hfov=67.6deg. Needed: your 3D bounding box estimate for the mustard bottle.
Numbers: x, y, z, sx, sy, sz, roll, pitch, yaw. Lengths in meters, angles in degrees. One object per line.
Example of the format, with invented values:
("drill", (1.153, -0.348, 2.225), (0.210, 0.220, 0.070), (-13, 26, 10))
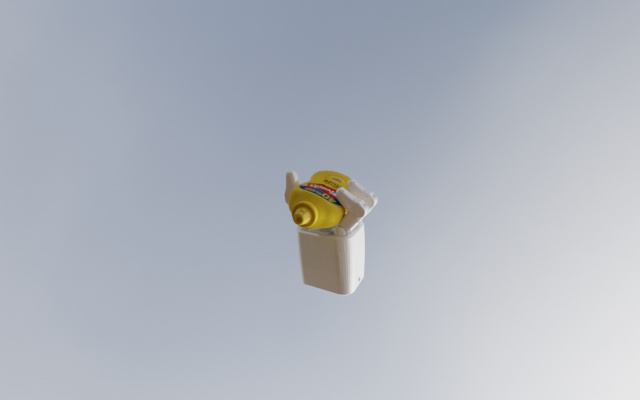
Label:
("mustard bottle", (0.000, 0.002, 0.796), (0.096, 0.058, 0.191), (27, 24, 12))
